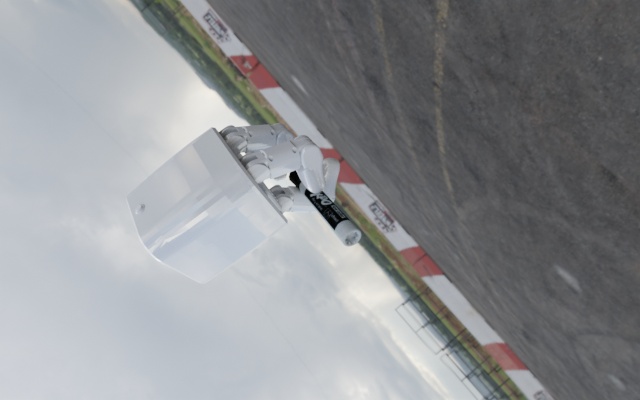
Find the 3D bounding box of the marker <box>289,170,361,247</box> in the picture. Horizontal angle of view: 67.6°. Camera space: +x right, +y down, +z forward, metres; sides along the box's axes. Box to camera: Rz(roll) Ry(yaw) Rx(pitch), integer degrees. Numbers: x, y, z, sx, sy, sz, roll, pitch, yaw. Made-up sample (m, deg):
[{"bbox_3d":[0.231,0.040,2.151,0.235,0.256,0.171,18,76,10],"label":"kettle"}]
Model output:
[{"bbox_3d":[0.000,0.001,0.457,0.020,0.020,0.121,0,32,-33],"label":"marker"}]
